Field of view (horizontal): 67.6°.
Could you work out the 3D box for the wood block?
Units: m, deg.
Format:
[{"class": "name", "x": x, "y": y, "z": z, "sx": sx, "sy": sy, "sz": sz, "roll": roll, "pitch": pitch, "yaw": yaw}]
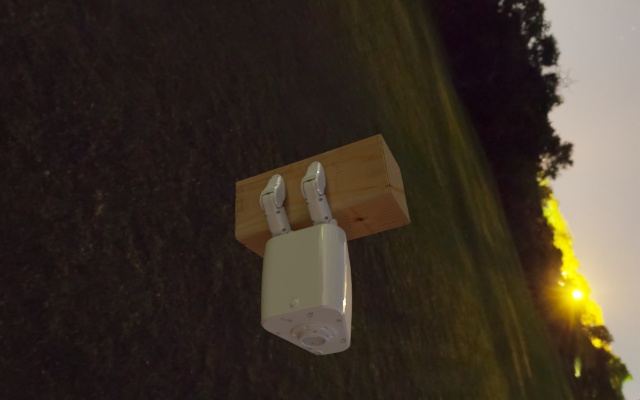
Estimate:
[{"class": "wood block", "x": 0.000, "y": 0.002, "z": 0.625, "sx": 0.206, "sy": 0.090, "sz": 0.091, "roll": -17, "pitch": -32, "yaw": 18}]
